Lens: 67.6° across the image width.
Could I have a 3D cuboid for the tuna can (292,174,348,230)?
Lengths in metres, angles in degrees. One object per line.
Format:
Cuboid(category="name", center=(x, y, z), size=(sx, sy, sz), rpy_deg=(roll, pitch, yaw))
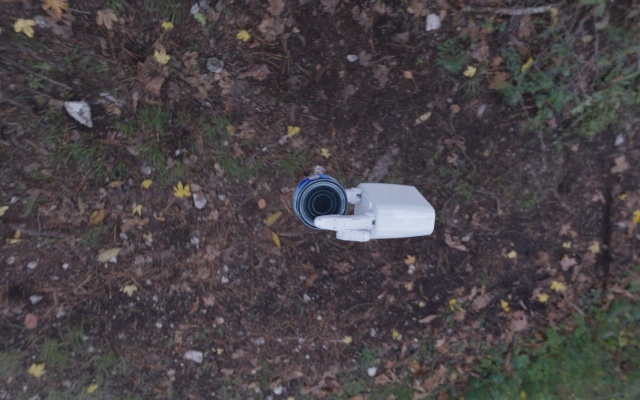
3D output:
Cuboid(category="tuna can", center=(0.000, 0.003, 0.761), size=(0.086, 0.086, 0.033), rpy_deg=(0, 15, -13))
